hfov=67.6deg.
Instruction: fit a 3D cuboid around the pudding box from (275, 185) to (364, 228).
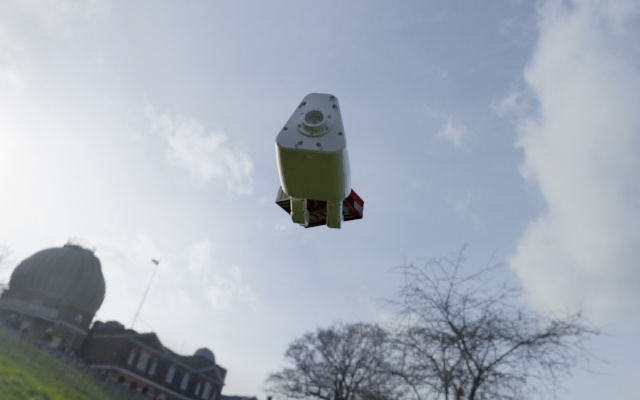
[{"bbox_3d":[0.000,0.002,0.756,0.113,0.039,0.090,-10,-37,32],"label":"pudding box"}]
